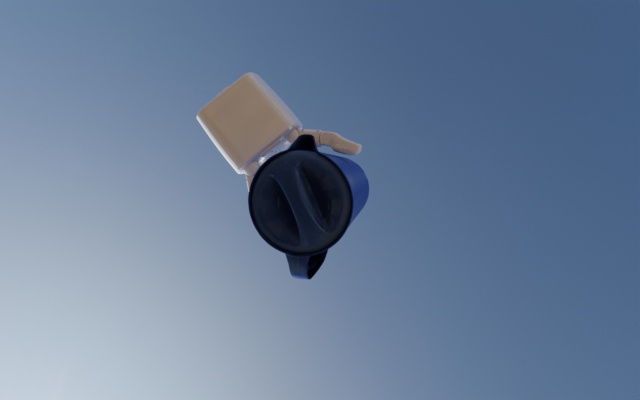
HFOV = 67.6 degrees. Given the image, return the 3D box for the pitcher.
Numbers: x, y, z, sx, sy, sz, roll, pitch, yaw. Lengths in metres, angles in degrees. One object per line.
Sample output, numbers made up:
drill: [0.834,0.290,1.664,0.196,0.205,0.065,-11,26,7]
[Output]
pitcher: [0.000,0.002,0.690,0.149,0.145,0.243,-43,-6,14]
